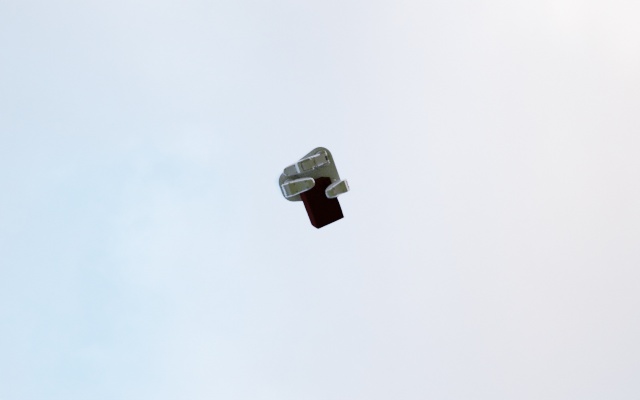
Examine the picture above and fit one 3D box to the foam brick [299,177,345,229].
[{"bbox_3d":[0.000,0.003,0.828,0.053,0.078,0.051,-21,7,-12],"label":"foam brick"}]
